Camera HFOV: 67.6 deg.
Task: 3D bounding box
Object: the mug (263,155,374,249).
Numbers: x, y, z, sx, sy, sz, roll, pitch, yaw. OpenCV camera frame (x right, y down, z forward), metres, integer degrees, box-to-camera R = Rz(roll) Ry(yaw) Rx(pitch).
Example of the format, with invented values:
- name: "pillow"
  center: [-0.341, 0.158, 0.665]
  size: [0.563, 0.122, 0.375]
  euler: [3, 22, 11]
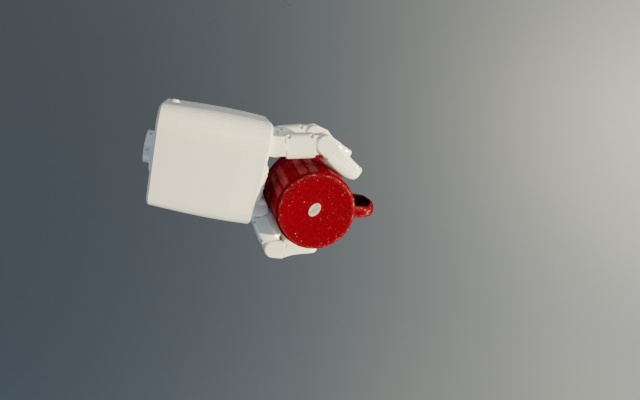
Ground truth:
- name: "mug"
  center: [0.001, 0.002, 0.509]
  size: [0.117, 0.093, 0.081]
  euler: [9, 16, -14]
